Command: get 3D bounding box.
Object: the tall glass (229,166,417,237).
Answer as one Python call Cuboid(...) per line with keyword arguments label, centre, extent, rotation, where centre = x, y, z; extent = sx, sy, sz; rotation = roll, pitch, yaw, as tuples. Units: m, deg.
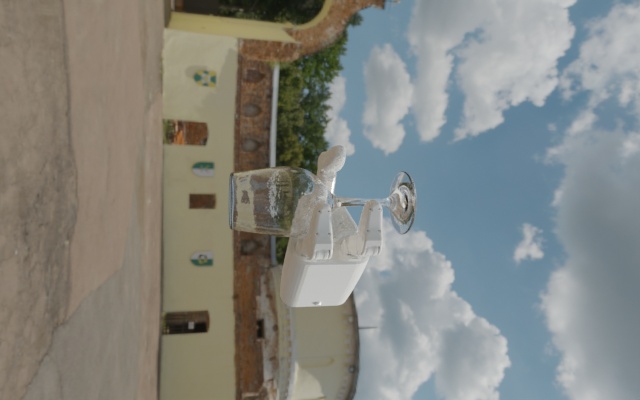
Cuboid(label="tall glass", centre=(0.001, 0.002, 0.536), extent=(0.201, 0.079, 0.079), rotation=(1, 0, -15))
